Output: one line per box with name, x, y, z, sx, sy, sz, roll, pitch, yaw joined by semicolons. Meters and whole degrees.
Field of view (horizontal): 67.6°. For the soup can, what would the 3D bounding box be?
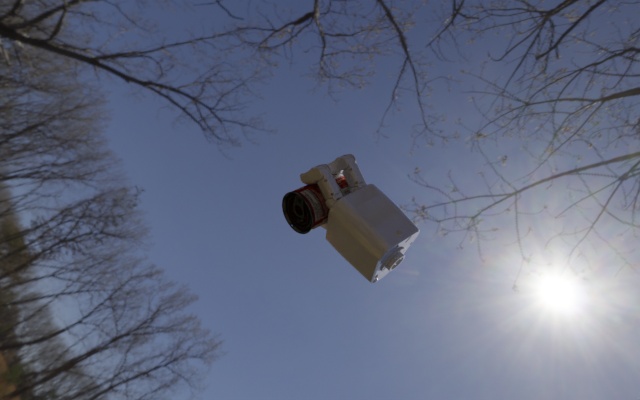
soup can;0.000;0.002;0.748;0.102;0.068;0.068;-25;16;-38
